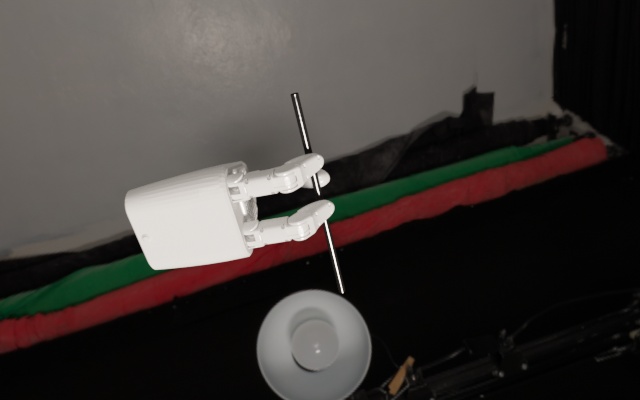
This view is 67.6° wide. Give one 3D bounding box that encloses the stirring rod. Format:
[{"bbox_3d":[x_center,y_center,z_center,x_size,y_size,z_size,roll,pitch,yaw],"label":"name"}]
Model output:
[{"bbox_3d":[0.000,0.002,0.518,0.011,0.240,0.011,-11,25,5],"label":"stirring rod"}]
